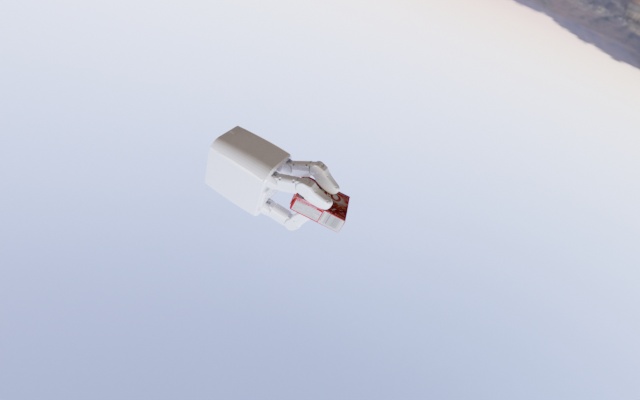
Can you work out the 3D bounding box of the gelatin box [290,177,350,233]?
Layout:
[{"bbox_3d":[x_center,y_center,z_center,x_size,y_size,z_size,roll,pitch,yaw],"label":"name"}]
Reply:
[{"bbox_3d":[0.000,0.003,0.762,0.089,0.030,0.073,27,32,-7],"label":"gelatin box"}]
